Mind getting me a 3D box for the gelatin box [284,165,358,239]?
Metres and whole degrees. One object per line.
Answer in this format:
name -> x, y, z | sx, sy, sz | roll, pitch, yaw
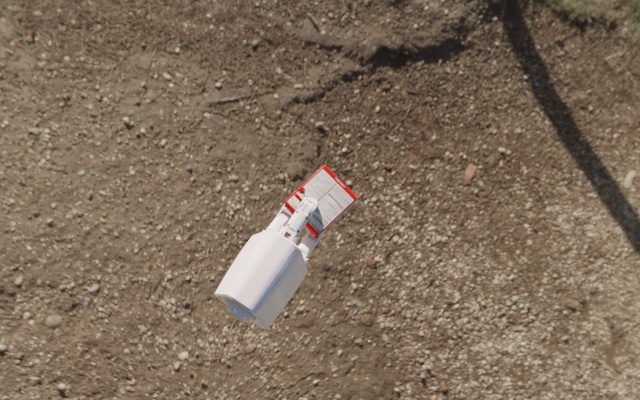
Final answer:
gelatin box -> 0.000, 0.002, 0.731 | 0.089, 0.073, 0.030 | -43, -8, -14
